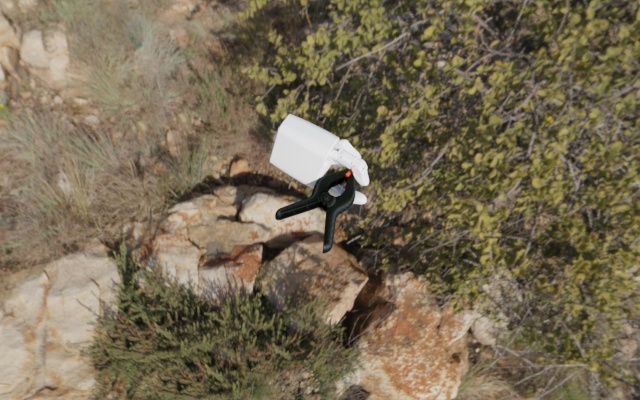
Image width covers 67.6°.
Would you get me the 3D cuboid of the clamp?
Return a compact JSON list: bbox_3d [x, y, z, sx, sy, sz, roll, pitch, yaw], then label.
[{"bbox_3d":[0.000,0.003,0.879,0.120,0.171,0.039,29,-27,6],"label":"clamp"}]
